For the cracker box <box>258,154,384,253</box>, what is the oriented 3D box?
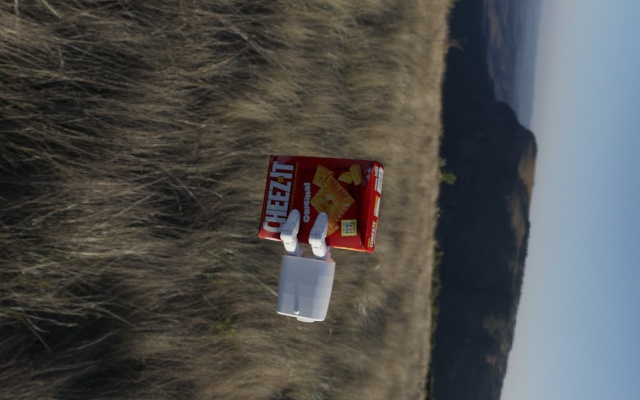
[{"bbox_3d":[0.000,0.003,0.893,0.213,0.164,0.072,6,-7,21],"label":"cracker box"}]
